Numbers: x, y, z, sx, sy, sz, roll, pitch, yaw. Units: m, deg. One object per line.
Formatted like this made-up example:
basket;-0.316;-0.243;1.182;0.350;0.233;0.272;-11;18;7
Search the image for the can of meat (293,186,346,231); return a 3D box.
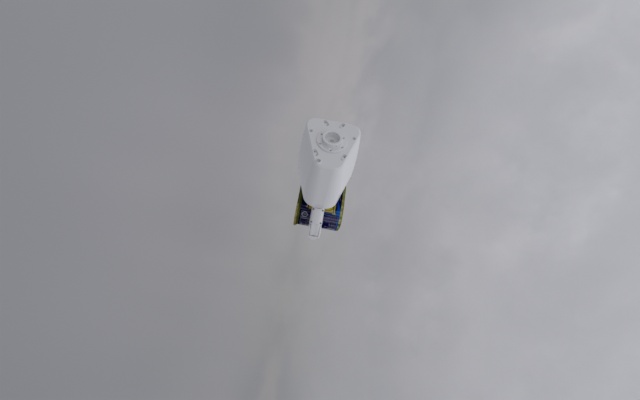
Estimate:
can of meat;0.000;0.003;0.877;0.084;0.102;0.057;10;-38;-2
